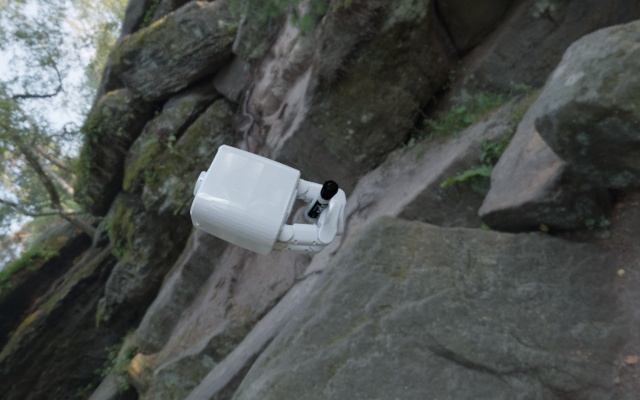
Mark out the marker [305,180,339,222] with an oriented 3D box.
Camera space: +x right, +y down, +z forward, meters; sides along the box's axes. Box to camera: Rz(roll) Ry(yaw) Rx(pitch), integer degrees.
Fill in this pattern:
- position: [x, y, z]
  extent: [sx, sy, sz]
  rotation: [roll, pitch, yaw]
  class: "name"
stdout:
- position: [0.000, 0.002, 0.586]
  extent: [0.020, 0.020, 0.121]
  rotation: [0, -17, -12]
  class: "marker"
